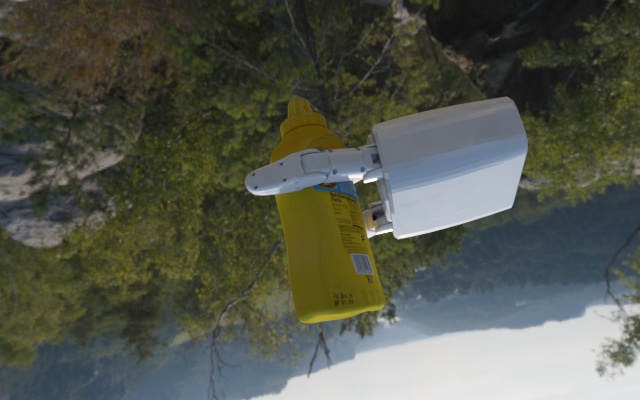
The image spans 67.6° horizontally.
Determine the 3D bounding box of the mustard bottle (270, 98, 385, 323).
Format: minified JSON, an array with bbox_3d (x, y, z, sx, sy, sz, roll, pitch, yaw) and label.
[{"bbox_3d":[0.000,0.002,0.402,0.058,0.191,0.096,-21,-18,28],"label":"mustard bottle"}]
